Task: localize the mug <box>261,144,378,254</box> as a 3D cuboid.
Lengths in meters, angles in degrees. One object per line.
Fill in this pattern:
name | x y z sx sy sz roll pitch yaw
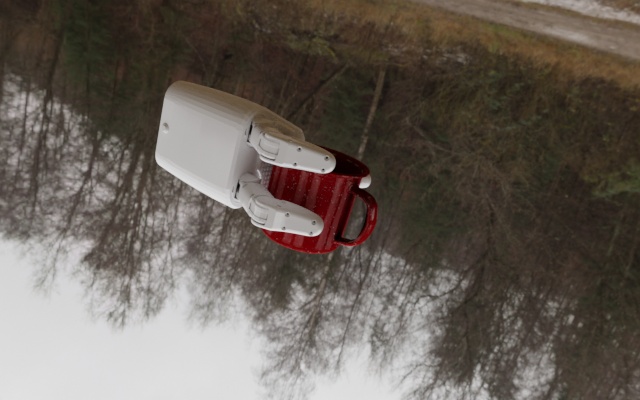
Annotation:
mug | 0.001 0.002 0.445 0.117 0.081 0.093 26 20 26
